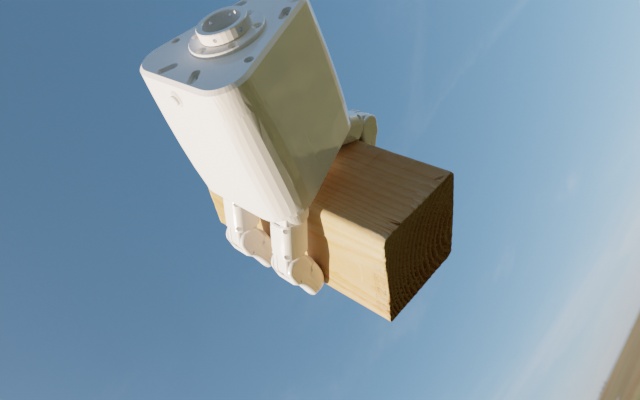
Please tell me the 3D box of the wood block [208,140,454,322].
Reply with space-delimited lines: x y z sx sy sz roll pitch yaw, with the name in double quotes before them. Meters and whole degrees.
"wood block" 0.000 0.001 0.413 0.206 0.090 0.090 25 51 36
